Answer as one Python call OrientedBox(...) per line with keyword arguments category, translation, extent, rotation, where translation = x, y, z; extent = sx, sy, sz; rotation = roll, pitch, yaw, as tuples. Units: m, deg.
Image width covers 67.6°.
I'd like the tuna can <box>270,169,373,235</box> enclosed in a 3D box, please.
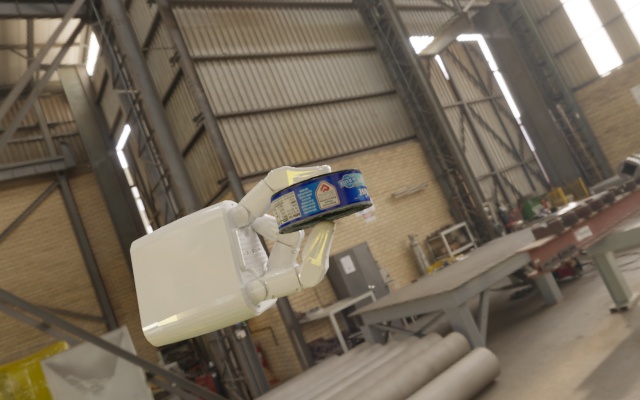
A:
OrientedBox(category="tuna can", translation=(0.000, 0.001, 0.420), extent=(0.086, 0.033, 0.086), rotation=(-17, -7, -2))
